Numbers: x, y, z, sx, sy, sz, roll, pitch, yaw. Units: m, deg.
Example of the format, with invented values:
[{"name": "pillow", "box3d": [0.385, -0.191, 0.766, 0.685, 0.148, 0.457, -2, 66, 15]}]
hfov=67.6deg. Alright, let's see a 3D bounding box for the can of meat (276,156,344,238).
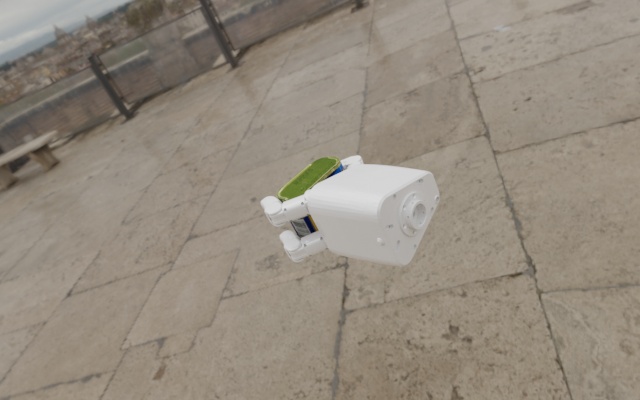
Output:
[{"name": "can of meat", "box3d": [0.000, 0.002, 0.634, 0.057, 0.084, 0.102, 11, 46, 48]}]
